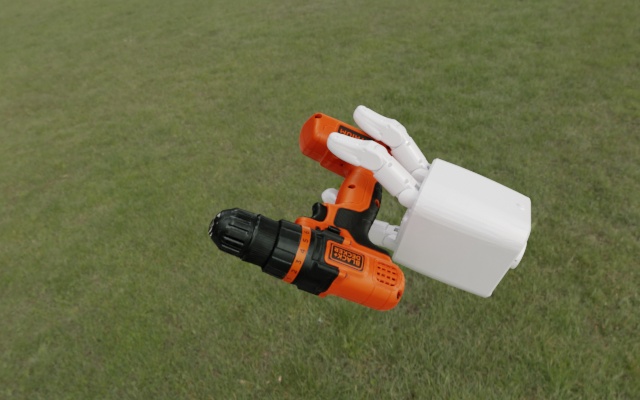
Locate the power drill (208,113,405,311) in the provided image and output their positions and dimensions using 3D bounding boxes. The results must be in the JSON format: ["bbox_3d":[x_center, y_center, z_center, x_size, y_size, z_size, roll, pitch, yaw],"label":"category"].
[{"bbox_3d":[0.000,0.001,0.471,0.184,0.187,0.057,23,-39,-14],"label":"power drill"}]
